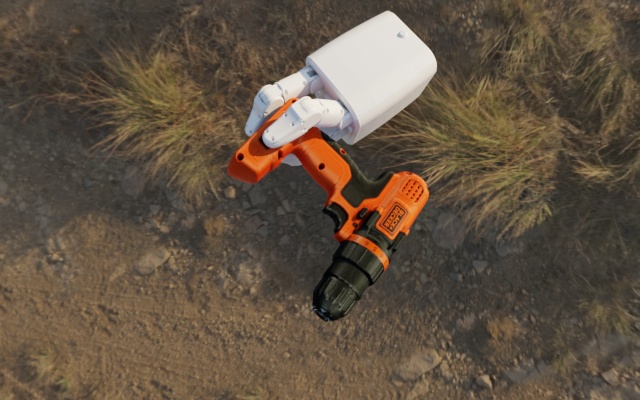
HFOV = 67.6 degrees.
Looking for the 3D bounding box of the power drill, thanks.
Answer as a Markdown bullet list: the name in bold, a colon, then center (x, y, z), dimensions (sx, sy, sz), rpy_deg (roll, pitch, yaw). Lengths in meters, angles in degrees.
- **power drill**: center (0.000, 0.001, 0.486), dimensions (0.187, 0.184, 0.057), rpy_deg (40, -27, -3)
